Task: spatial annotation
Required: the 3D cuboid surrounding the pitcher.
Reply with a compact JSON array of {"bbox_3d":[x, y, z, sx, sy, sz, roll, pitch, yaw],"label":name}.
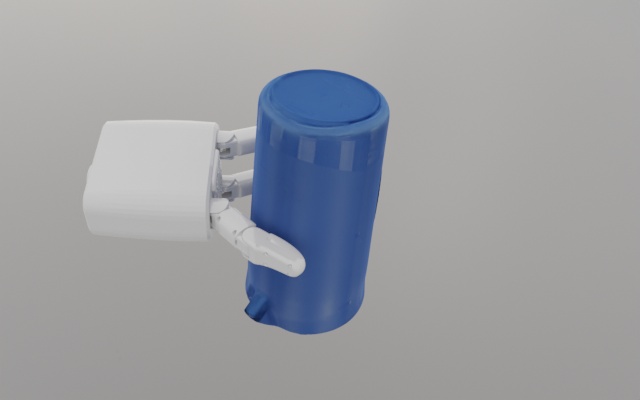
[{"bbox_3d":[0.000,0.002,0.466,0.145,0.243,0.149,3,40,-4],"label":"pitcher"}]
